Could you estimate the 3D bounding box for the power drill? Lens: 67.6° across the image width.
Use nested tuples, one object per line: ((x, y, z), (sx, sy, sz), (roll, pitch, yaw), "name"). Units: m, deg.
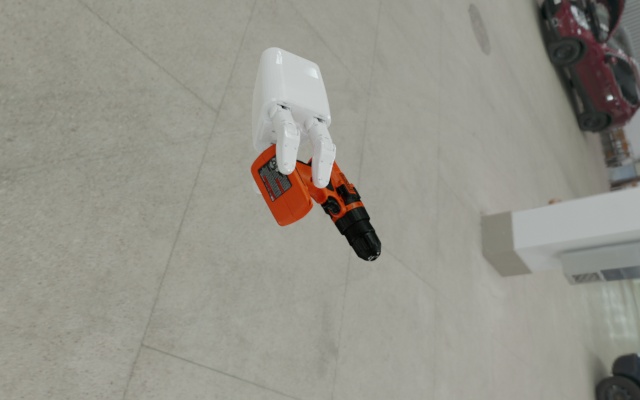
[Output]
((0.000, 0.002, 0.653), (0.057, 0.184, 0.188), (-39, -24, 19), "power drill")
